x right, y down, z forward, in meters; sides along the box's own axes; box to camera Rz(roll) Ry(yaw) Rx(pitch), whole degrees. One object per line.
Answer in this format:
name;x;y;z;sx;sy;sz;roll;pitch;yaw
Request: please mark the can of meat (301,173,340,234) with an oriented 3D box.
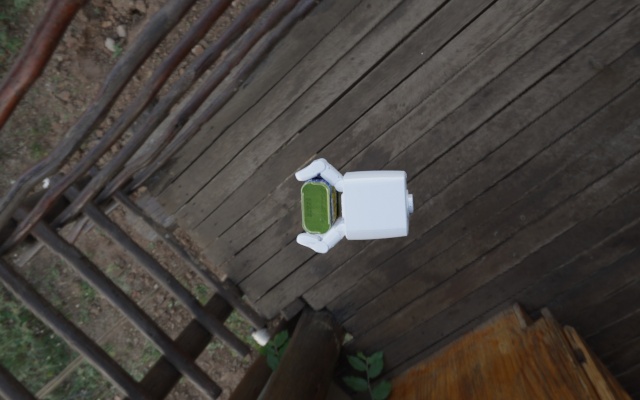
can of meat;0.000;0.003;0.869;0.057;0.102;0.084;1;17;11
